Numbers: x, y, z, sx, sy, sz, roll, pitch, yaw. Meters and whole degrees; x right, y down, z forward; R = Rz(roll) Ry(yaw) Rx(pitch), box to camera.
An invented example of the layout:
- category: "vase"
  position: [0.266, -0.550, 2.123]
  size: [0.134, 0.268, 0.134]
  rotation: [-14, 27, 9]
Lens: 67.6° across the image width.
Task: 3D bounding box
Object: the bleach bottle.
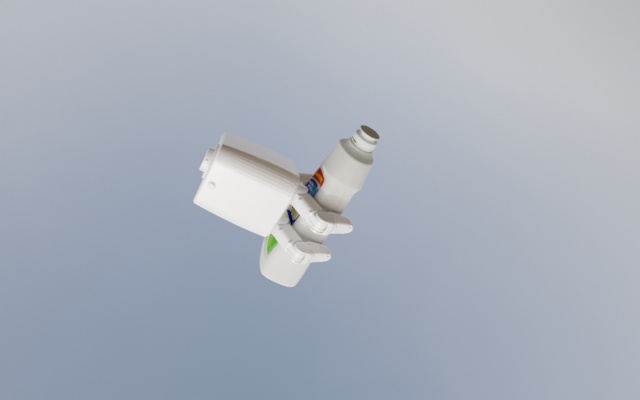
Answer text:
- category: "bleach bottle"
  position: [0.000, 0.002, 0.650]
  size: [0.068, 0.251, 0.102]
  rotation: [26, 31, -14]
